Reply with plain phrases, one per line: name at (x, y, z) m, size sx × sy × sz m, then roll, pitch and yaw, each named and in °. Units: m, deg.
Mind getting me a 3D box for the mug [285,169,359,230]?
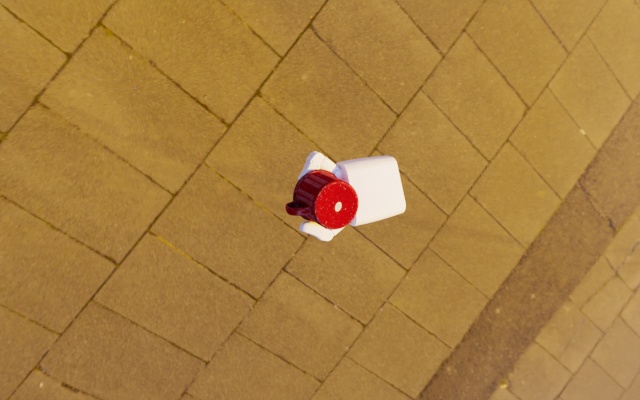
mug at (-0.001, 0.003, 0.784) m, size 0.117 × 0.093 × 0.081 m, roll -12°, pitch 17°, yaw -20°
